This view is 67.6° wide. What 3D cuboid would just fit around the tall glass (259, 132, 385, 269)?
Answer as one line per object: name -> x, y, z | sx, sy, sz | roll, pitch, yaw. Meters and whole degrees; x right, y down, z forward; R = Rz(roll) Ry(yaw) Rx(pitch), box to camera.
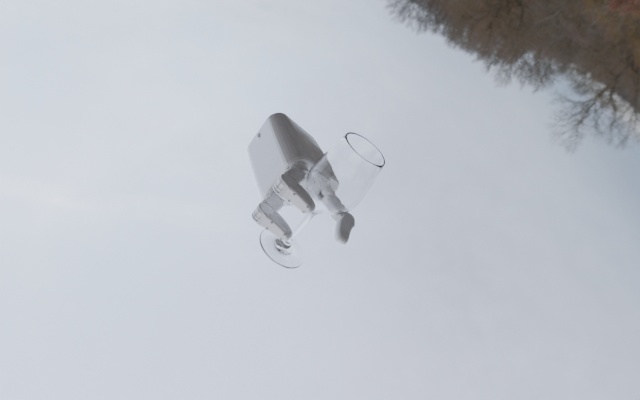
tall glass -> 0.000, 0.003, 0.643 | 0.079, 0.079, 0.201 | 0, -42, -49
